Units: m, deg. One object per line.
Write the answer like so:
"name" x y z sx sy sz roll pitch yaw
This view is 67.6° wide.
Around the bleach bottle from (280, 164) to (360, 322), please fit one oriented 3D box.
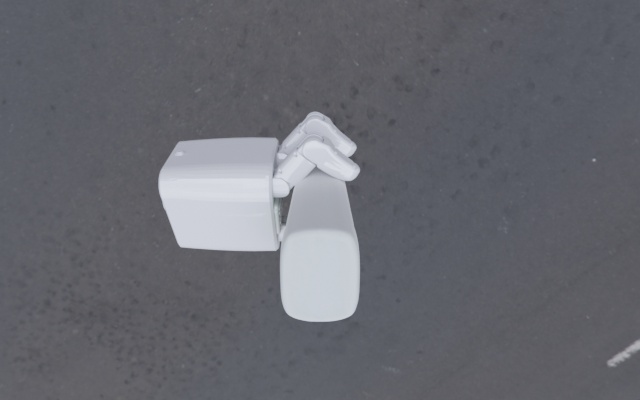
"bleach bottle" 0.000 0.002 0.501 0.068 0.103 0.250 0 30 0
